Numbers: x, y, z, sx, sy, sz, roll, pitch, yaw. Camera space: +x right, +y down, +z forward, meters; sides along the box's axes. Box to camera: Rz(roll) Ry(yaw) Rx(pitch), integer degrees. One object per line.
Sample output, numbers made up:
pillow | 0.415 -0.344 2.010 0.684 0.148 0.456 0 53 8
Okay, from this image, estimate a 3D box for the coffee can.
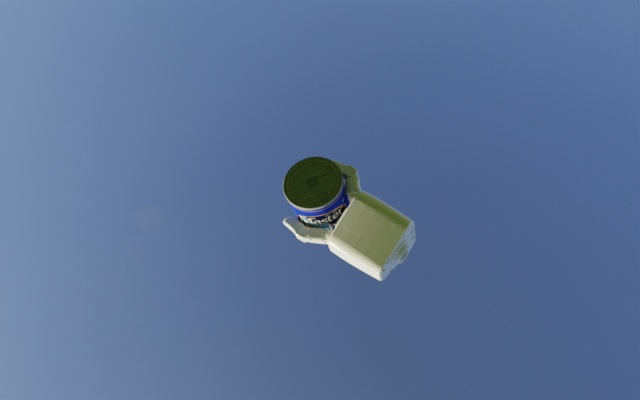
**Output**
coffee can | 0.000 0.003 0.854 0.103 0.102 0.140 0 -29 13
